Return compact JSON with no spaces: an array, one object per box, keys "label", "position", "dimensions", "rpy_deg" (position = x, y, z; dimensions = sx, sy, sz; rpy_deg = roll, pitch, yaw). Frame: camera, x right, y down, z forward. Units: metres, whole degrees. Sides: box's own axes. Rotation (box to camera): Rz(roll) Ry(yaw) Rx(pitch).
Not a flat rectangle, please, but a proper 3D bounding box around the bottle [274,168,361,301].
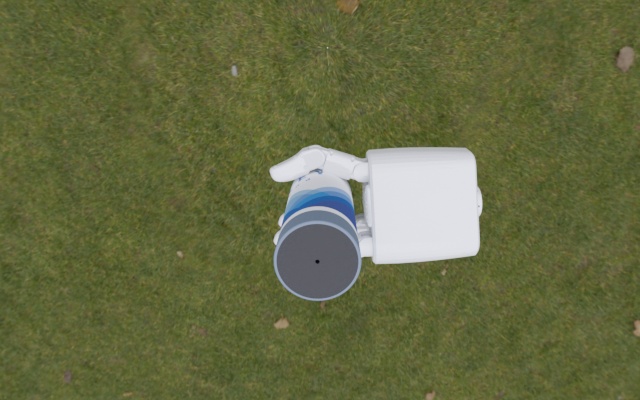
[{"label":"bottle","position":[0.000,0.002,0.498],"dimensions":[0.069,0.069,0.295],"rpy_deg":[0,18,1]}]
